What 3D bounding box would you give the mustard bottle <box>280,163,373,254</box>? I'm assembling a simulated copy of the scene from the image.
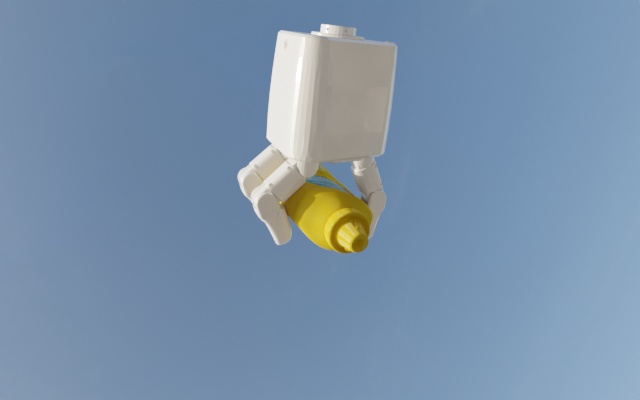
[{"bbox_3d":[0.000,0.002,0.487,0.096,0.058,0.191,24,10,-29],"label":"mustard bottle"}]
